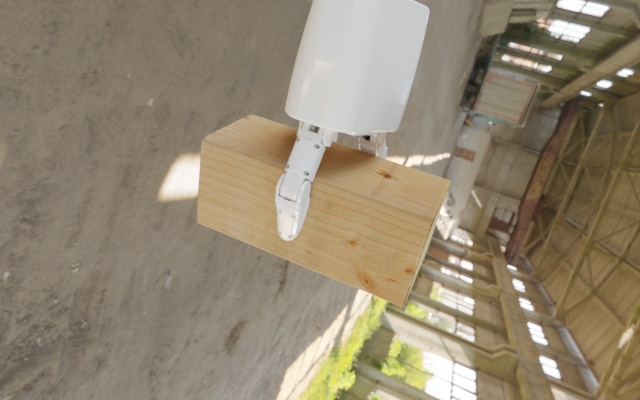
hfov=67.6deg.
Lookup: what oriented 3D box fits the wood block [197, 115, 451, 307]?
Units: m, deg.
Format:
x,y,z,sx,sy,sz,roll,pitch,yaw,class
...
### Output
x,y,z,sx,sy,sz,roll,pitch,yaw,class
0.000,0.001,0.439,0.206,0.090,0.090,20,30,15,wood block
